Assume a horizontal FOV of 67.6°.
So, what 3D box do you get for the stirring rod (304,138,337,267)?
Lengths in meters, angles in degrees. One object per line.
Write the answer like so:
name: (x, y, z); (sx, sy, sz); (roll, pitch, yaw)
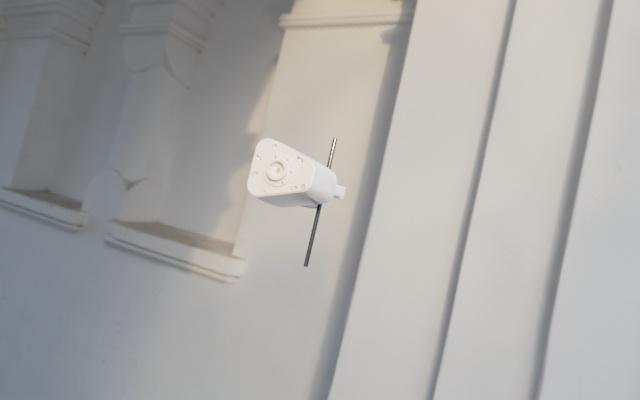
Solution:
stirring rod: (0.000, 0.003, 0.870); (0.011, 0.239, 0.011); (13, -3, 1)
